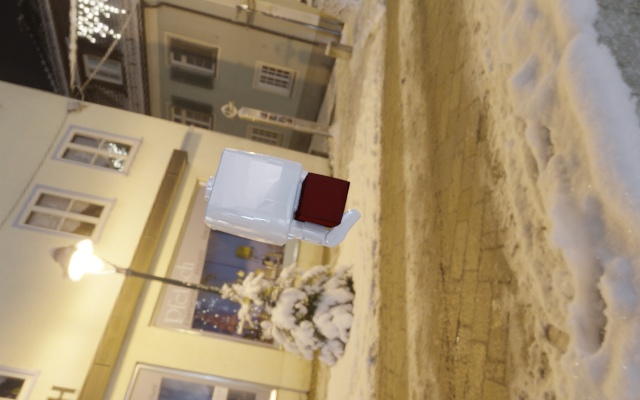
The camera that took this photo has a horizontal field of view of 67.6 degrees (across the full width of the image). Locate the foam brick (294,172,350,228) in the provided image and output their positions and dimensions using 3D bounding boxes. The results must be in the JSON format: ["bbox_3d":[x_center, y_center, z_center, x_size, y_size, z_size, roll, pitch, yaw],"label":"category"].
[{"bbox_3d":[0.000,0.002,0.585,0.051,0.053,0.078,14,-10,-6],"label":"foam brick"}]
